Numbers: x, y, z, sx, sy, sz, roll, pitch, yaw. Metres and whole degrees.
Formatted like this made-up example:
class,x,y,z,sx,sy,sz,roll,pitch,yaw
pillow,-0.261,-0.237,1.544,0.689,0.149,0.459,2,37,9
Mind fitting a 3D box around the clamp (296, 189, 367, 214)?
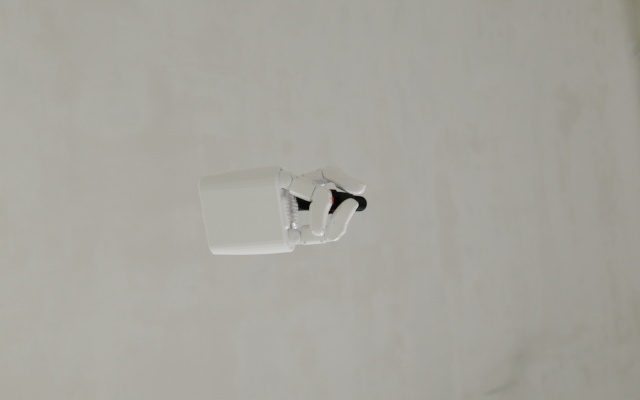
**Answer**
class,x,y,z,sx,sy,sz,roll,pitch,yaw
clamp,0.000,0.003,0.686,0.120,0.039,0.171,-6,-5,11
